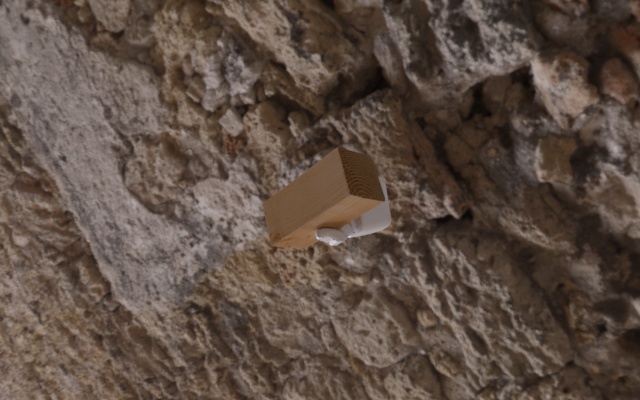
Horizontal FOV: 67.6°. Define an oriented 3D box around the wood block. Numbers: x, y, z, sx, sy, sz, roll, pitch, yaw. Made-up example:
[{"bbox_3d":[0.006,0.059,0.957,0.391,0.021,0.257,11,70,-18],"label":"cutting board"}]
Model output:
[{"bbox_3d":[0.000,0.003,0.841,0.090,0.090,0.206,10,-34,-43],"label":"wood block"}]
